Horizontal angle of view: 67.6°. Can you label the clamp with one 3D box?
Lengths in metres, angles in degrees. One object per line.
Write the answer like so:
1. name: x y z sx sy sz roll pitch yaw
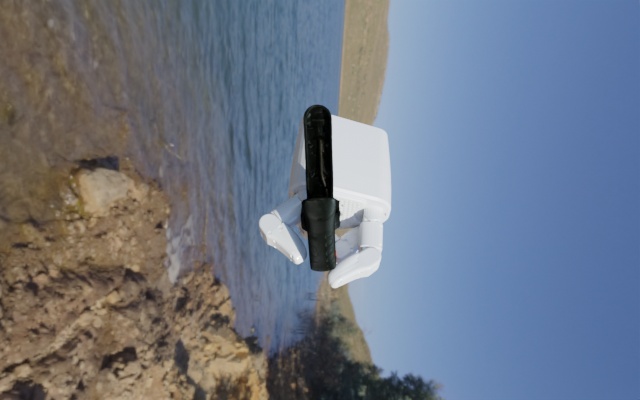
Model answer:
1. clamp: 0.001 0.002 0.440 0.039 0.120 0.172 4 -32 2
